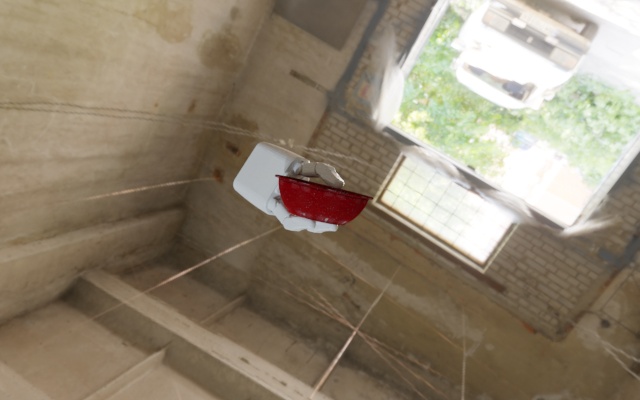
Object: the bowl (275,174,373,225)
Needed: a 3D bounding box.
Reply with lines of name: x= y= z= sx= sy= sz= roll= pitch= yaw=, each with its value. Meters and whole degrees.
bowl: x=0.001 y=0.003 z=0.761 sx=0.162 sy=0.055 sz=0.162 roll=13 pitch=3 yaw=-1
